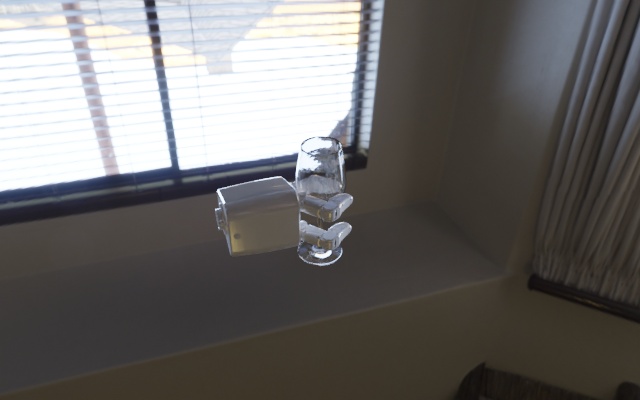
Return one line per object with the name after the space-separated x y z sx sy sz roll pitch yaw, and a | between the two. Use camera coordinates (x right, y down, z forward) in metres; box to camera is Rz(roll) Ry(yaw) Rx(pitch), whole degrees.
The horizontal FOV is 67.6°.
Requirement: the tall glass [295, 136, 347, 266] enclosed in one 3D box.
0.000 0.003 0.748 0.079 0.201 0.079 1 34 0 | tall glass
